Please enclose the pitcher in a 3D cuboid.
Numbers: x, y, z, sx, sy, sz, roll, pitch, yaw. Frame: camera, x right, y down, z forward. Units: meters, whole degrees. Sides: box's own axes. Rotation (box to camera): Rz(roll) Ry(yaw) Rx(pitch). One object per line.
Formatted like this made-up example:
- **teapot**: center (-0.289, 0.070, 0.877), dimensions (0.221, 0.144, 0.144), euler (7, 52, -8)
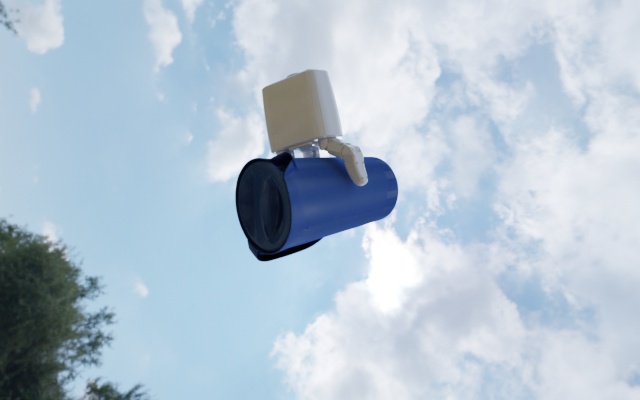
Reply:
- **pitcher**: center (0.000, 0.002, 0.730), dimensions (0.243, 0.145, 0.149), euler (-9, -4, -41)
